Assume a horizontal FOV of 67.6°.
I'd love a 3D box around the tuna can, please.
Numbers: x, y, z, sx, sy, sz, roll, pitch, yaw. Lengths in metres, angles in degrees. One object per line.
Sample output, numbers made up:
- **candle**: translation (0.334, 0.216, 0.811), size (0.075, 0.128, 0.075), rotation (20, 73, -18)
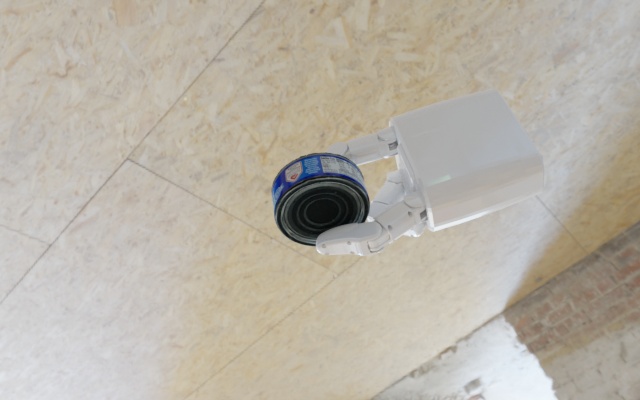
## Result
- **tuna can**: translation (0.000, 0.002, 0.424), size (0.086, 0.086, 0.033), rotation (0, 42, -10)
